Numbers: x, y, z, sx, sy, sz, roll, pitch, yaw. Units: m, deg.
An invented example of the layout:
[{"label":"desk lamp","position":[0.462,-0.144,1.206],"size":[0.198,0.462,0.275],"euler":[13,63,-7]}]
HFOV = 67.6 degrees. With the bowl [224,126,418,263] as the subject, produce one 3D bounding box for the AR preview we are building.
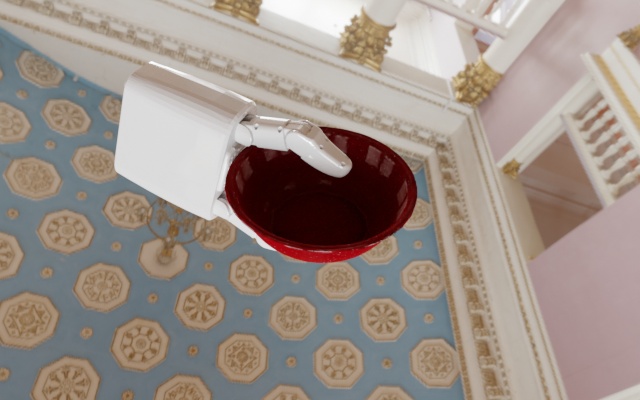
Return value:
[{"label":"bowl","position":[0.001,0.002,0.419],"size":[0.162,0.055,0.162],"euler":[2,42,-2]}]
